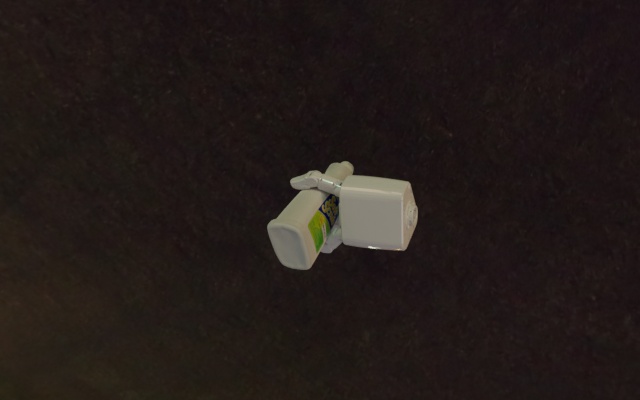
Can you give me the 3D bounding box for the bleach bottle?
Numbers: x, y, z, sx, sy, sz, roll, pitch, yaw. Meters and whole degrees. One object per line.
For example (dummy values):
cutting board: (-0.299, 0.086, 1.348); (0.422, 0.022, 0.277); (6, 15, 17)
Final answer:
bleach bottle: (0.000, 0.003, 0.844); (0.068, 0.103, 0.250); (5, 39, 26)
